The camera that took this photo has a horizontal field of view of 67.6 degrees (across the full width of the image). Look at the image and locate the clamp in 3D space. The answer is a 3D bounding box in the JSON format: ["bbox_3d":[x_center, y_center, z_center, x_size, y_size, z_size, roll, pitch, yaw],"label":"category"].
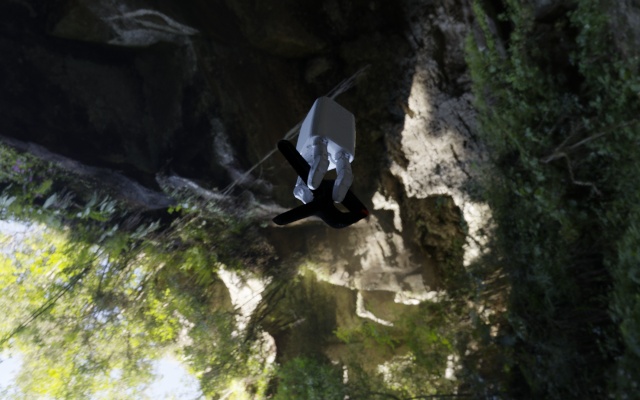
[{"bbox_3d":[0.000,0.003,0.842,0.210,0.164,0.036,30,-40,-29],"label":"clamp"}]
